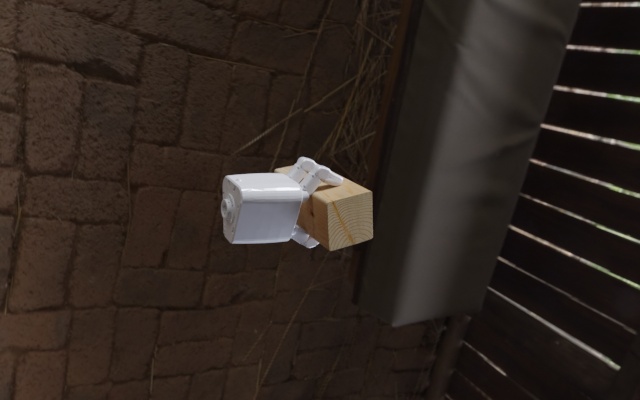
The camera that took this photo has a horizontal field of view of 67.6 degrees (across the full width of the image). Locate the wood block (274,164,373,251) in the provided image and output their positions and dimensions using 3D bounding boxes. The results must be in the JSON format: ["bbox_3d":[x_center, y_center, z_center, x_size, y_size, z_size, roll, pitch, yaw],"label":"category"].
[{"bbox_3d":[0.000,0.003,0.871,0.090,0.091,0.206,-14,25,-26],"label":"wood block"}]
